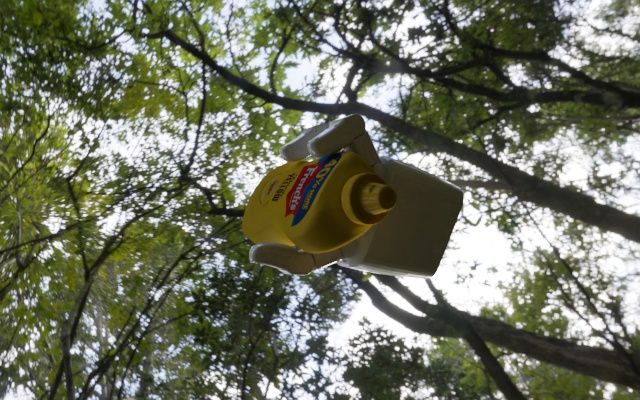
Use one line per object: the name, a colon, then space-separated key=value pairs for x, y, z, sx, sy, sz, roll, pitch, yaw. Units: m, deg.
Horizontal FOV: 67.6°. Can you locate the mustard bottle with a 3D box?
mustard bottle: x=0.000 y=0.001 z=0.432 sx=0.058 sy=0.096 sz=0.191 roll=42 pitch=-22 yaw=-24
